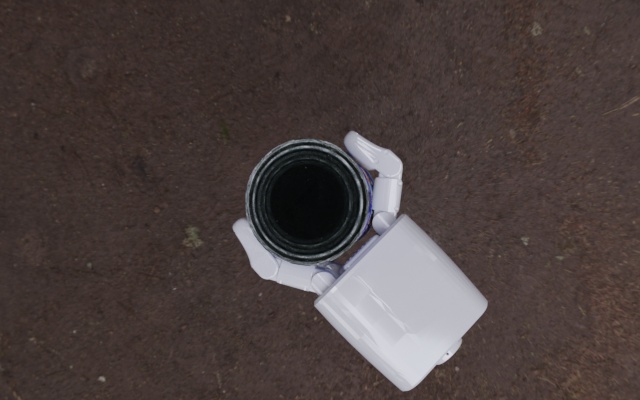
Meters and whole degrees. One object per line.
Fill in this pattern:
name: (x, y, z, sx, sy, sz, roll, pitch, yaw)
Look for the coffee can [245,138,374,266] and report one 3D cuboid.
coffee can: (0.000, 0.001, 0.449, 0.103, 0.103, 0.140, 0, 0, 10)
